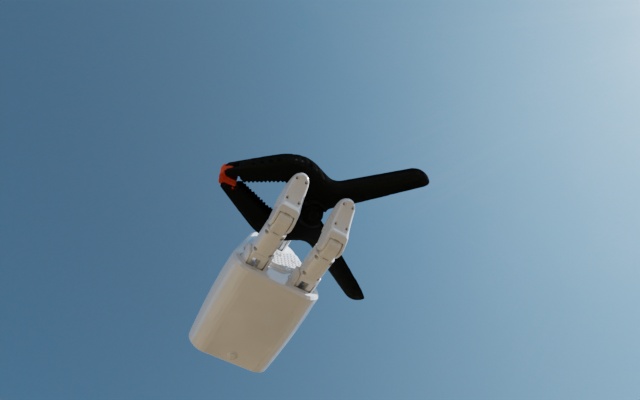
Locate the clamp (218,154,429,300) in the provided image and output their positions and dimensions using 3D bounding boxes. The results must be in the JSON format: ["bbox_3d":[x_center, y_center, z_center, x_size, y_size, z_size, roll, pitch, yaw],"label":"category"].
[{"bbox_3d":[-0.001,0.001,0.498,0.210,0.164,0.036,28,14,-17],"label":"clamp"}]
